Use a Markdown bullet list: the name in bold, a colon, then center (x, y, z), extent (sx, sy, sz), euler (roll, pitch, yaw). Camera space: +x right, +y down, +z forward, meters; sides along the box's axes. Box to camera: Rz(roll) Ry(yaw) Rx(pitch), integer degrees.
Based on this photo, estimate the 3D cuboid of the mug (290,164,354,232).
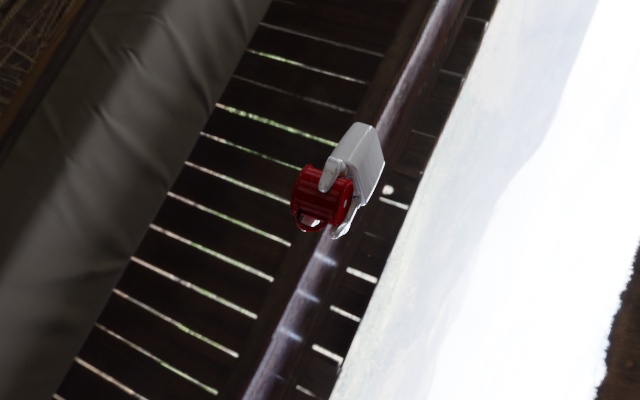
- **mug**: center (0.000, 0.004, 0.798), extent (0.081, 0.117, 0.093), euler (19, -34, 17)
